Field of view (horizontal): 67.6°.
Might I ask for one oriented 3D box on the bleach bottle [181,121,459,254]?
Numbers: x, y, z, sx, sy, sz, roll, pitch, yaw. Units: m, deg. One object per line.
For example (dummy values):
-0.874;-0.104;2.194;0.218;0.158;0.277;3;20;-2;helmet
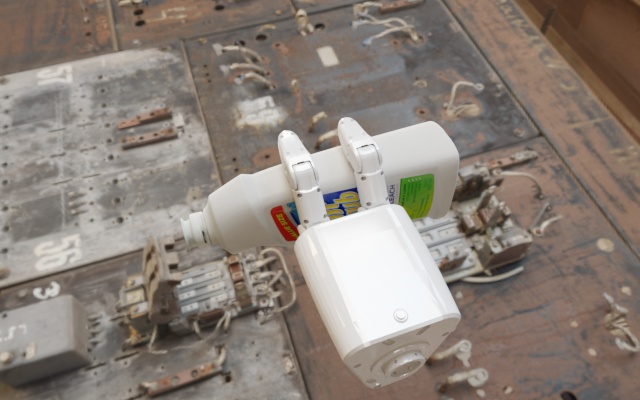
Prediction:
0.000;0.001;0.449;0.251;0.068;0.103;-16;-39;-11;bleach bottle
